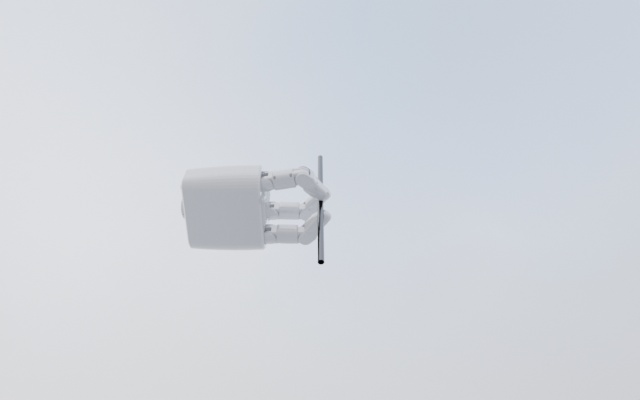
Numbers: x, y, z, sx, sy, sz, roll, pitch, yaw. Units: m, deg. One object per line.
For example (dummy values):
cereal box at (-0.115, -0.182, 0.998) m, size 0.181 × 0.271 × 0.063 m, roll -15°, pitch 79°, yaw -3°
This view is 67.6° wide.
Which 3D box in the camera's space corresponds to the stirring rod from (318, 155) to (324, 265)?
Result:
stirring rod at (0.000, 0.002, 0.657) m, size 0.011 × 0.011 × 0.239 m, roll 0°, pitch 36°, yaw 0°
